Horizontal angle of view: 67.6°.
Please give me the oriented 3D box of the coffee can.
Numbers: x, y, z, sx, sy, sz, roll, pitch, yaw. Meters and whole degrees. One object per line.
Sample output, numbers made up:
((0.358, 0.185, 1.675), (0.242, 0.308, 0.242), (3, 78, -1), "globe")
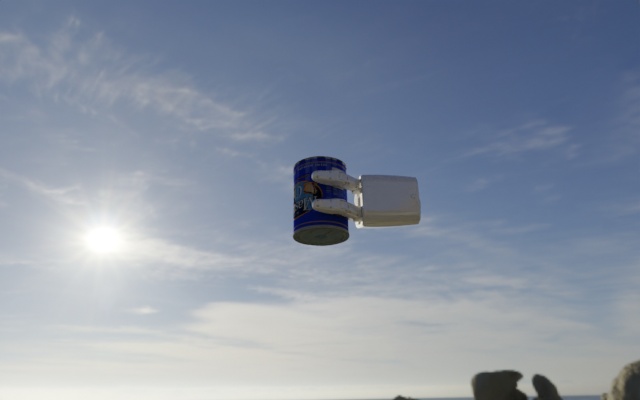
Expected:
((0.000, 0.003, 0.889), (0.103, 0.140, 0.103), (-1, -22, 0), "coffee can")
